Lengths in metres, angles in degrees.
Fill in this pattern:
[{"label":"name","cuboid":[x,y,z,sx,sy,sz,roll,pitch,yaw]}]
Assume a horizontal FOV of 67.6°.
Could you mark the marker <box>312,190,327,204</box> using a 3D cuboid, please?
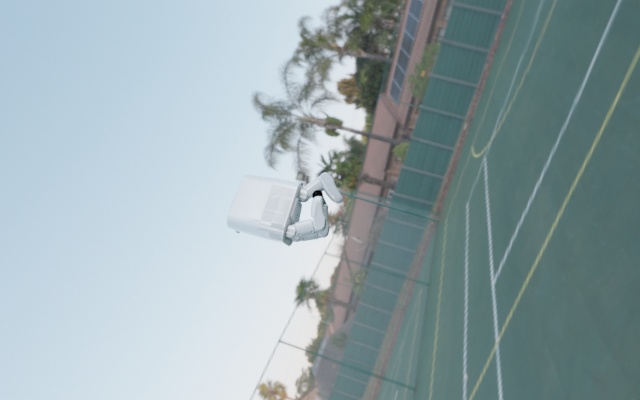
[{"label":"marker","cuboid":[0.000,0.003,0.879,0.020,0.020,0.121,0,-12,6]}]
